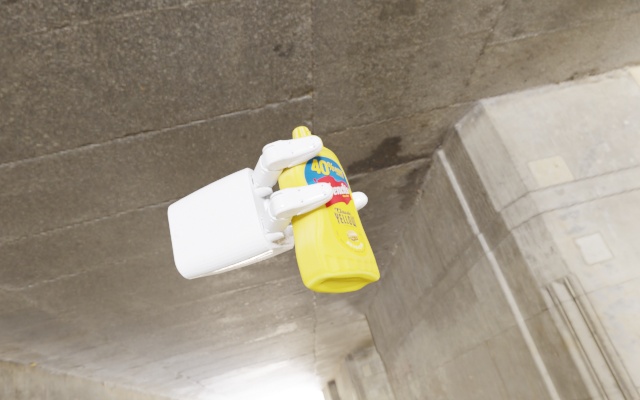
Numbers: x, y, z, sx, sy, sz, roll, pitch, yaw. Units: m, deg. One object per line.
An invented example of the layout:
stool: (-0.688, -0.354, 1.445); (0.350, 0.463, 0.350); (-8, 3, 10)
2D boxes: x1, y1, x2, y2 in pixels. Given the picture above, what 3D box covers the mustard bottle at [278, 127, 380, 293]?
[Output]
mustard bottle: (0.000, 0.002, 0.520); (0.058, 0.191, 0.096); (-34, -30, 32)
